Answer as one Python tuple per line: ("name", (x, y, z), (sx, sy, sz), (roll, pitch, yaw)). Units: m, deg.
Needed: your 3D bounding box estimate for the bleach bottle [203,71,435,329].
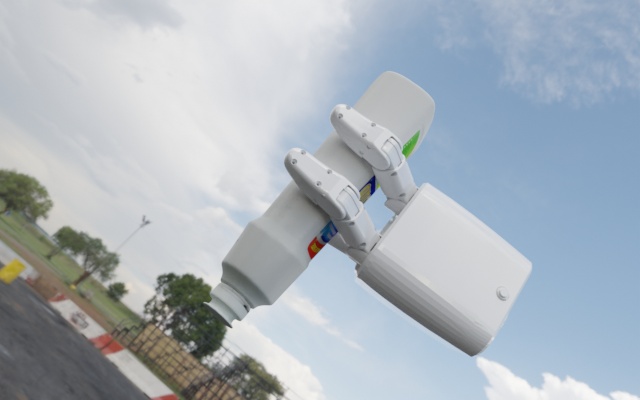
("bleach bottle", (0.000, 0.001, 0.403), (0.068, 0.250, 0.103), (37, -25, 10))
